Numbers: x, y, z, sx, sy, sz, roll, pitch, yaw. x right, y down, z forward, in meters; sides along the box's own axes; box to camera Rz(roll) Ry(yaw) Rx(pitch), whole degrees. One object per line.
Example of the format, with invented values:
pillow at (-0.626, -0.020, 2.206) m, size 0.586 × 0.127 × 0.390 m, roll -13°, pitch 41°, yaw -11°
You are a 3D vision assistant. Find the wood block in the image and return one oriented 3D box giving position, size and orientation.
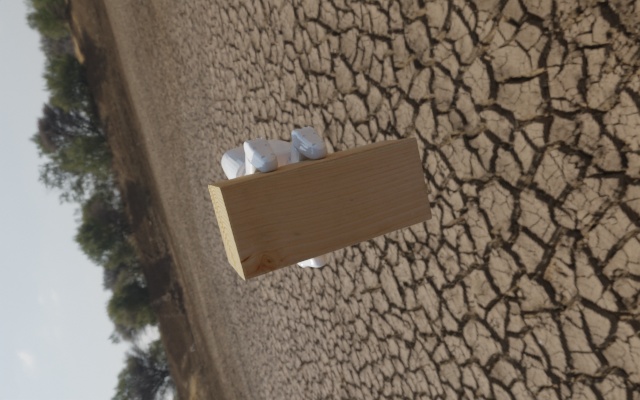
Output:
wood block at (0.000, 0.002, 0.502) m, size 0.206 × 0.091 × 0.090 m, roll -16°, pitch 9°, yaw -19°
